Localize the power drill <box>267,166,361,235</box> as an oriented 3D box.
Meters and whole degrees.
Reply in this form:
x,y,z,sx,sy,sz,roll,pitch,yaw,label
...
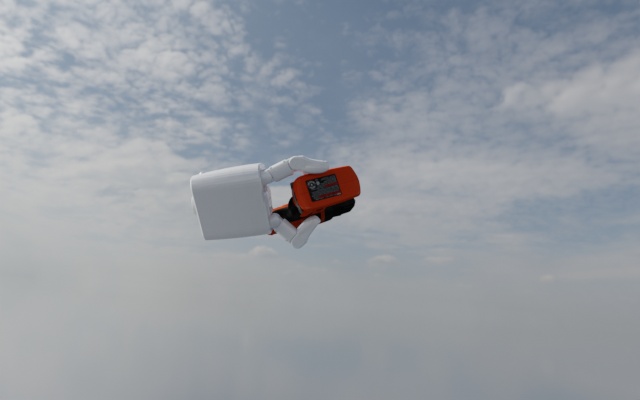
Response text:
x,y,z,sx,sy,sz,roll,pitch,yaw,label
0.000,0.003,0.810,0.184,0.057,0.188,-17,-13,-21,power drill
